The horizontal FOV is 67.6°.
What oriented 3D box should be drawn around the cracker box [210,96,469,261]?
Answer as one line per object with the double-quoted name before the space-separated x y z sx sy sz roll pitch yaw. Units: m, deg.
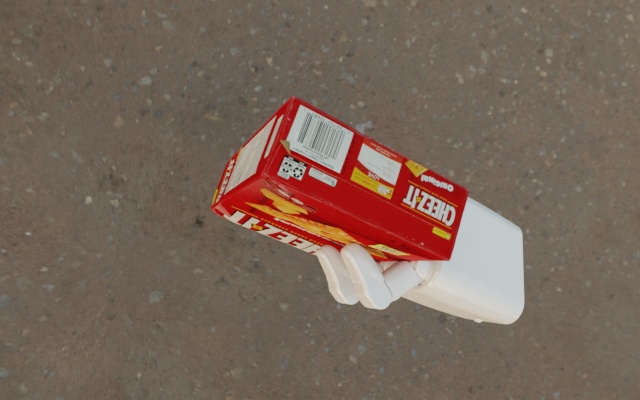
"cracker box" 0.000 0.001 0.444 0.164 0.072 0.214 25 -17 -18
